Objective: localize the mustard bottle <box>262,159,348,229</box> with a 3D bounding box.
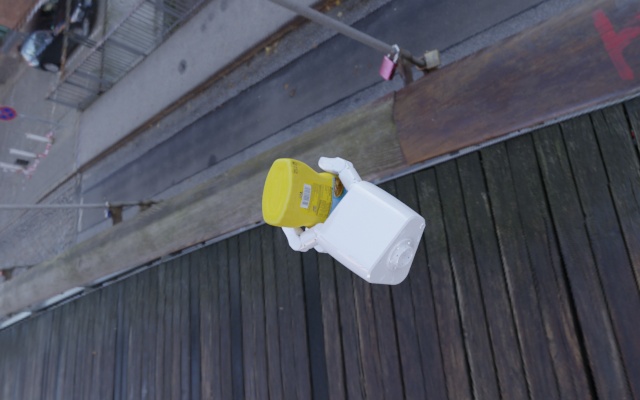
[{"bbox_3d":[0.000,0.002,0.732,0.058,0.096,0.192,4,-7,42],"label":"mustard bottle"}]
